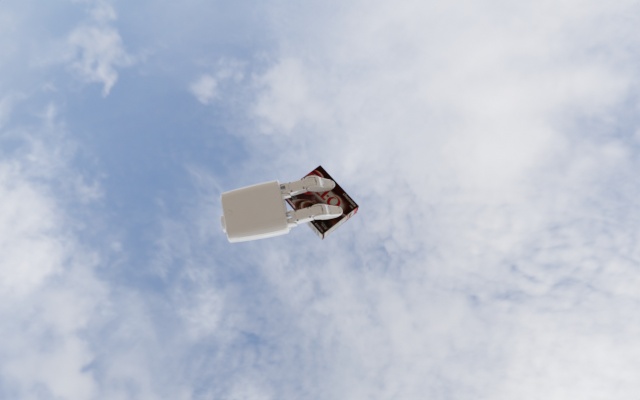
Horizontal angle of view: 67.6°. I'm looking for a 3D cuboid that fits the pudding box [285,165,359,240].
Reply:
[{"bbox_3d":[0.000,0.003,0.880,0.090,0.113,0.039,-38,-15,-17],"label":"pudding box"}]
